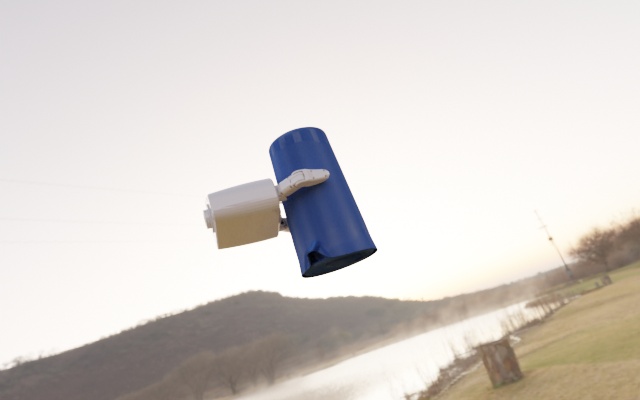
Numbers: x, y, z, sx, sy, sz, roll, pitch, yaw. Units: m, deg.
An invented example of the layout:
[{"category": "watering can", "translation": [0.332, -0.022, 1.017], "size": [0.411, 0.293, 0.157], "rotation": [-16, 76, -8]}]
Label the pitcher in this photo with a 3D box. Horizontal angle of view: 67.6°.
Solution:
[{"category": "pitcher", "translation": [0.000, 0.003, 0.823], "size": [0.145, 0.242, 0.149], "rotation": [-14, -18, -17]}]
